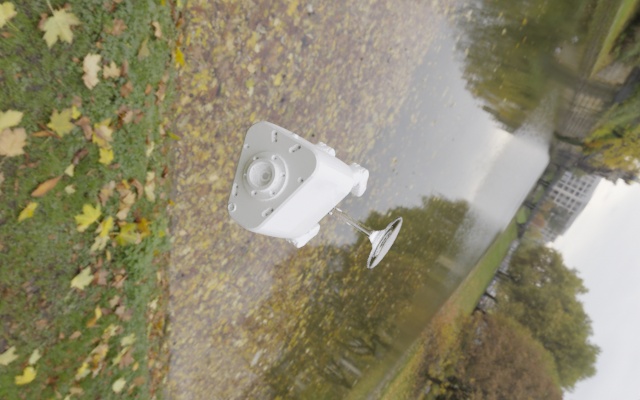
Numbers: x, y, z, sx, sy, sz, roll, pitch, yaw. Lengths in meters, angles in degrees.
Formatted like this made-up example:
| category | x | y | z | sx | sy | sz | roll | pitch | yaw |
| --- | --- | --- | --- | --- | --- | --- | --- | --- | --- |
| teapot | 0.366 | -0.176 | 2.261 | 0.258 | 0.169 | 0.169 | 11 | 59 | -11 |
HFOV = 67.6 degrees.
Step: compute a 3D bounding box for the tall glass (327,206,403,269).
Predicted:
| category | x | y | z | sx | sy | sz | roll | pitch | yaw |
| --- | --- | --- | --- | --- | --- | --- | --- | --- | --- |
| tall glass | 0.001 | 0.002 | 0.612 | 0.201 | 0.079 | 0.079 | 32 | 13 | 21 |
